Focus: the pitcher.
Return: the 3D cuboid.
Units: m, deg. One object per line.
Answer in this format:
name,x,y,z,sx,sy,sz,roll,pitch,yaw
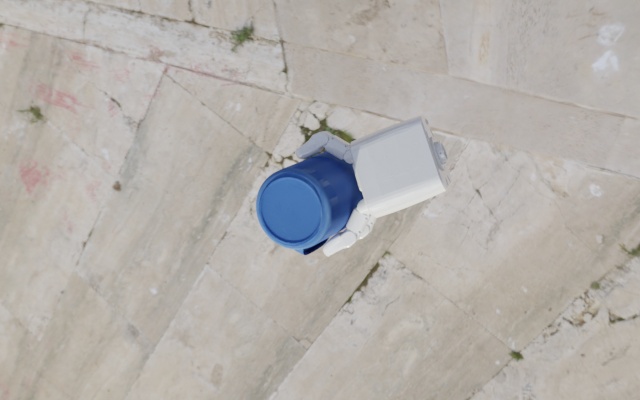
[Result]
pitcher,0.000,0.002,0.722,0.145,0.149,0.243,-21,2,23
